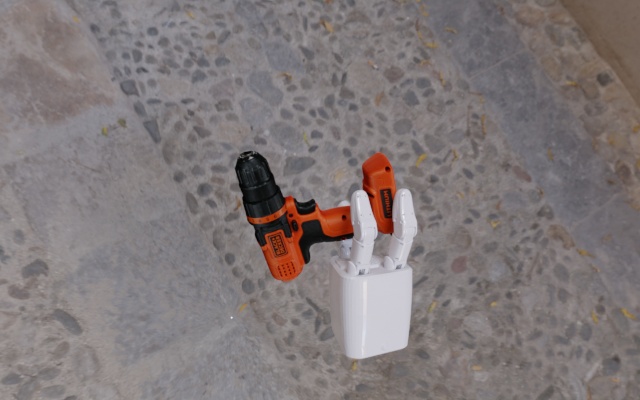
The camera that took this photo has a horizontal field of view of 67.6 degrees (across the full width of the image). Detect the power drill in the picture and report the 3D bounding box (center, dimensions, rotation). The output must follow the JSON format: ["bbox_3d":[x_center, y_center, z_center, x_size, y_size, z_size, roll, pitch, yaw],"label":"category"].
[{"bbox_3d":[0.001,0.002,0.602,0.187,0.184,0.057,-17,31,-2],"label":"power drill"}]
